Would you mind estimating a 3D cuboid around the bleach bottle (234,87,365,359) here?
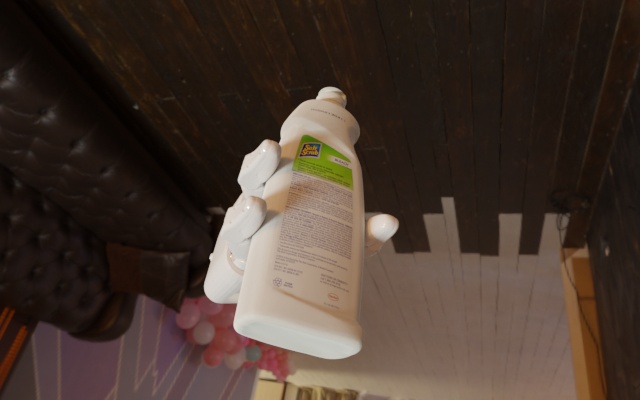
[{"bbox_3d":[0.000,0.001,0.427,0.102,0.250,0.068,21,-33,-16],"label":"bleach bottle"}]
